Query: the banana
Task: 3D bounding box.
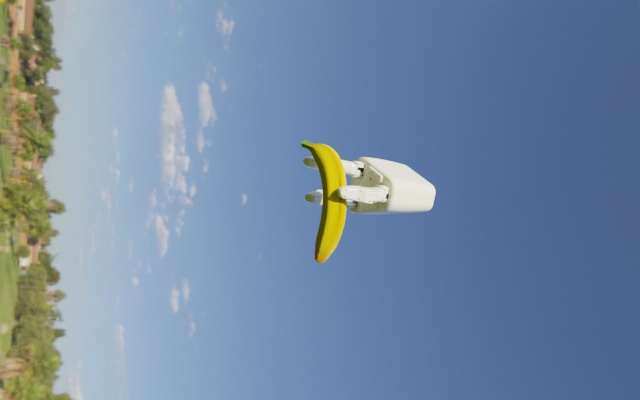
[{"bbox_3d":[0.012,-0.005,0.739,0.037,0.197,0.069,3,-13,-40],"label":"banana"}]
